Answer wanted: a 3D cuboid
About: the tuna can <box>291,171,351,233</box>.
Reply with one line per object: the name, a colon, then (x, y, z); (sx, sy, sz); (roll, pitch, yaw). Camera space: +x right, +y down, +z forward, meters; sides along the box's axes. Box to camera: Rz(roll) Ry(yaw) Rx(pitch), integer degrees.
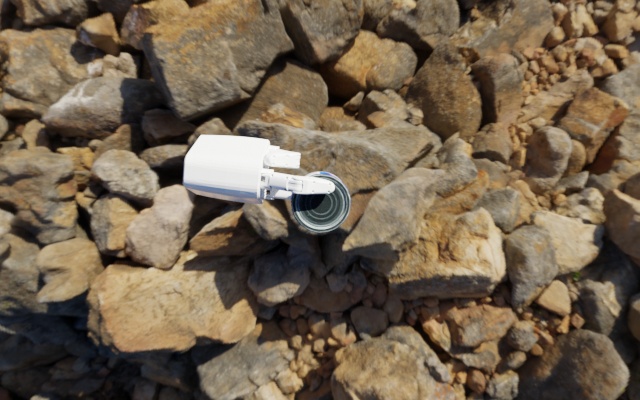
tuna can: (0.000, 0.002, 0.683); (0.086, 0.086, 0.033); (0, 8, -4)
